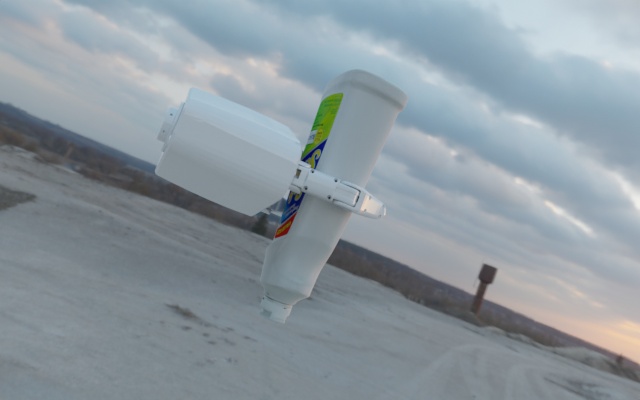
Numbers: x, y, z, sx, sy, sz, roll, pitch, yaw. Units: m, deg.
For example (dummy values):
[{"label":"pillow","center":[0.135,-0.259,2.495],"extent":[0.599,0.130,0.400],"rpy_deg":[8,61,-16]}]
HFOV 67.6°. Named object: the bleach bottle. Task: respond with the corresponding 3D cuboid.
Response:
[{"label":"bleach bottle","center":[0.000,0.002,0.477],"extent":[0.068,0.251,0.102],"rpy_deg":[23,-4,-20]}]
